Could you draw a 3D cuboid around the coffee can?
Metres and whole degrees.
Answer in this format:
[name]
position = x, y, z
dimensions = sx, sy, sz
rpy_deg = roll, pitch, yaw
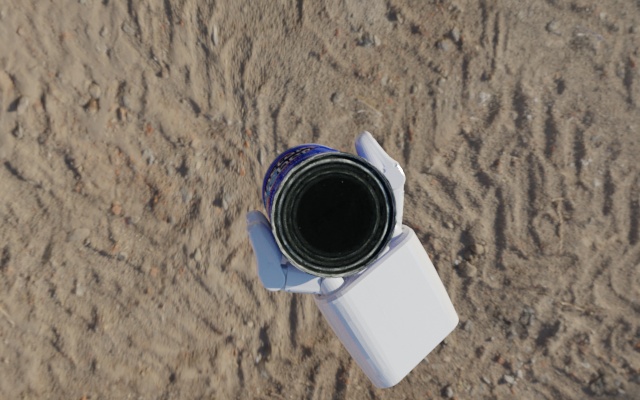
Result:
[coffee can]
position = 0.000, 0.001, 0.443
dimensions = 0.103, 0.103, 0.140
rpy_deg = 0, 9, -10
